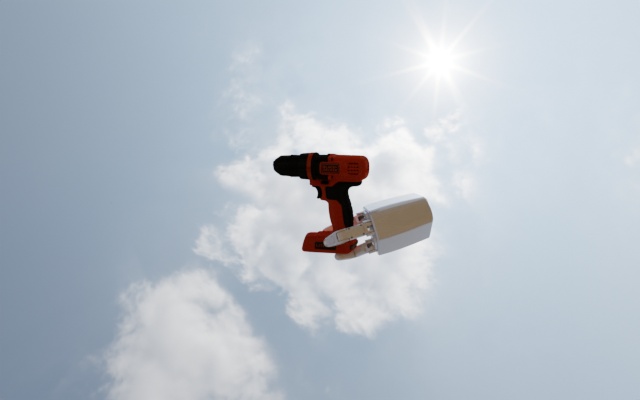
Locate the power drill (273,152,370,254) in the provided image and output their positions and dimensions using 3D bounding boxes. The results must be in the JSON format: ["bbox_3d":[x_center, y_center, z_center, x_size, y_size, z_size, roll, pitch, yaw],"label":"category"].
[{"bbox_3d":[0.000,0.003,0.898,0.184,0.188,0.057,3,14,18],"label":"power drill"}]
